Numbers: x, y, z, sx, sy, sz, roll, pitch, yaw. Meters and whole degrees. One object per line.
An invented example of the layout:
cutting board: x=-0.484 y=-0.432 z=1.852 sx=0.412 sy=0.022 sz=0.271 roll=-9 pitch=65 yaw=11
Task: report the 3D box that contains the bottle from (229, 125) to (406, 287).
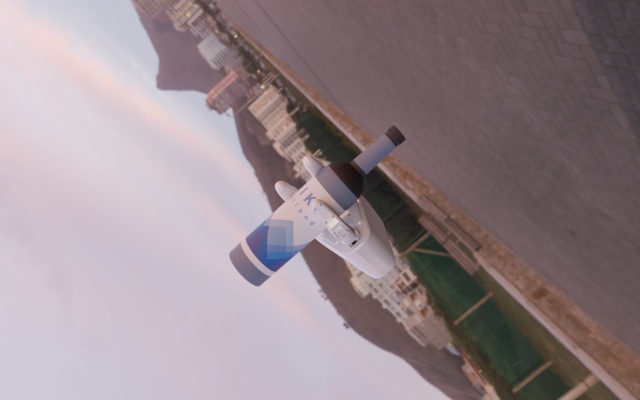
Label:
bottle: x=0.000 y=0.002 z=0.678 sx=0.296 sy=0.069 sz=0.069 roll=-42 pitch=-5 yaw=5
